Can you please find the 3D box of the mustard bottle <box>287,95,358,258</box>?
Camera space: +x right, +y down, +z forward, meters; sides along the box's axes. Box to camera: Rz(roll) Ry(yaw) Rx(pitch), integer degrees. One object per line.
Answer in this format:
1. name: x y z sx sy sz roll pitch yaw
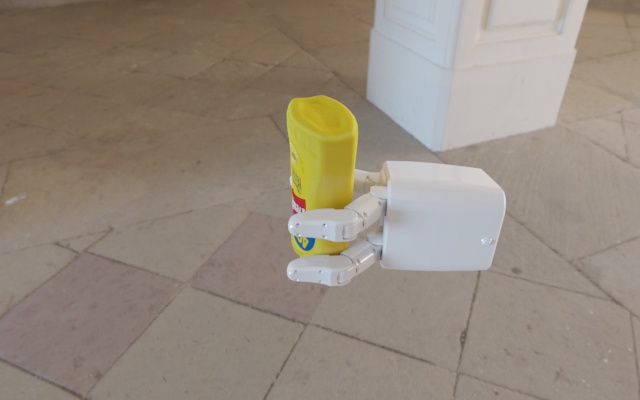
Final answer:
1. mustard bottle: 0.000 0.001 0.473 0.058 0.192 0.096 -11 36 -16
